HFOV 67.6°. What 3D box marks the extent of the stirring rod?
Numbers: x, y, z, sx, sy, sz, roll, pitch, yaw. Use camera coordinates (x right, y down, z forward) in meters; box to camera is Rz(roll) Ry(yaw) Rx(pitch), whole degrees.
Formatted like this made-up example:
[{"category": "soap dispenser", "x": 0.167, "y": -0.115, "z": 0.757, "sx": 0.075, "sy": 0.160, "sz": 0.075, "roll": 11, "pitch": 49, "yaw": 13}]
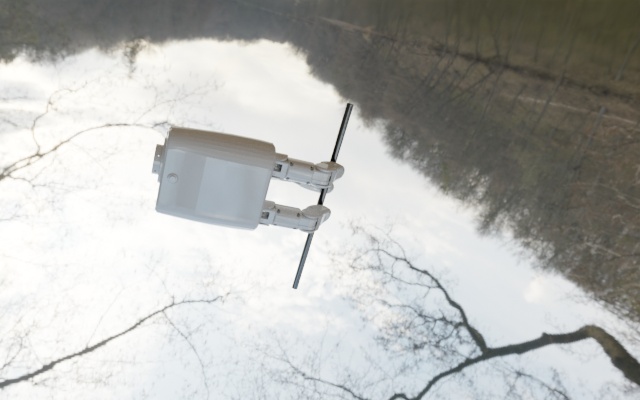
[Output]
[{"category": "stirring rod", "x": 0.000, "y": 0.002, "z": 0.569, "sx": 0.011, "sy": 0.240, "sz": 0.011, "roll": 15, "pitch": 19, "yaw": -5}]
